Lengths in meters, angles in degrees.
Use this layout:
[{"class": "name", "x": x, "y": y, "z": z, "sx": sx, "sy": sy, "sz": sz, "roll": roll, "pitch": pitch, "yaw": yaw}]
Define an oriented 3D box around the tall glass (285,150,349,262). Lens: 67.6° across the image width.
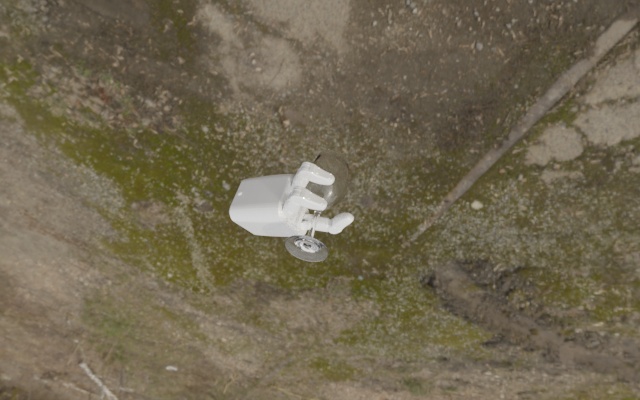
[{"class": "tall glass", "x": 0.000, "y": 0.003, "z": 0.835, "sx": 0.079, "sy": 0.201, "sz": 0.079, "roll": 11, "pitch": -37, "yaw": 8}]
